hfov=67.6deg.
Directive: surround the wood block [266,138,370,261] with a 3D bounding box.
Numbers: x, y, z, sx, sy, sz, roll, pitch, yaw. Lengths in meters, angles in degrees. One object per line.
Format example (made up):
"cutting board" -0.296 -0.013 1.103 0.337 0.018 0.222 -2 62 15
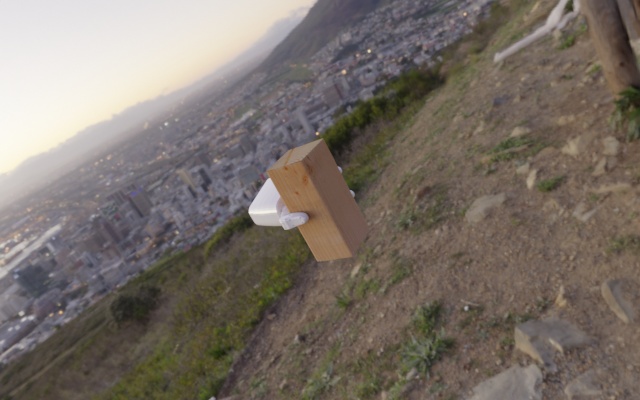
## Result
"wood block" 0.000 0.003 0.897 0.090 0.206 0.090 -13 24 38
